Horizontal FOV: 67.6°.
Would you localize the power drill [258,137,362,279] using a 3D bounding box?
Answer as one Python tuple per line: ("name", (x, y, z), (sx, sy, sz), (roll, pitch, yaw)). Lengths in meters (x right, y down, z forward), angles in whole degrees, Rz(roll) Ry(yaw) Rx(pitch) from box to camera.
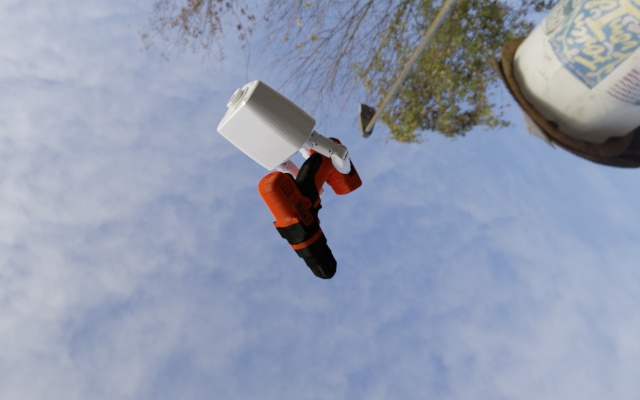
("power drill", (0.000, 0.002, 0.738), (0.057, 0.184, 0.187), (-13, 27, 35))
